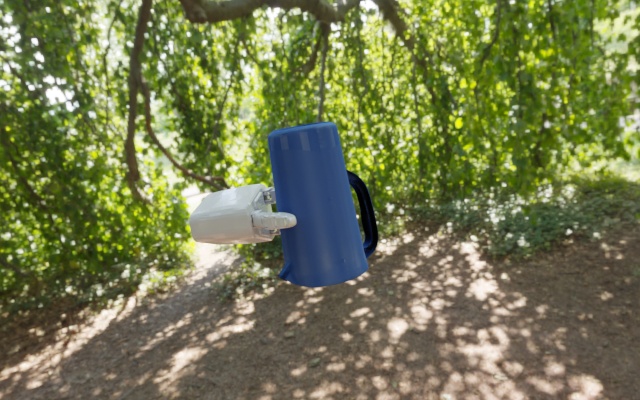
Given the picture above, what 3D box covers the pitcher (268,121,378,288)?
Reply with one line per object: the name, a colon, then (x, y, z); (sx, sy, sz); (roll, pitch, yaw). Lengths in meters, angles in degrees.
pitcher: (0.000, 0.002, 0.752); (0.145, 0.243, 0.149); (-8, 8, 16)
